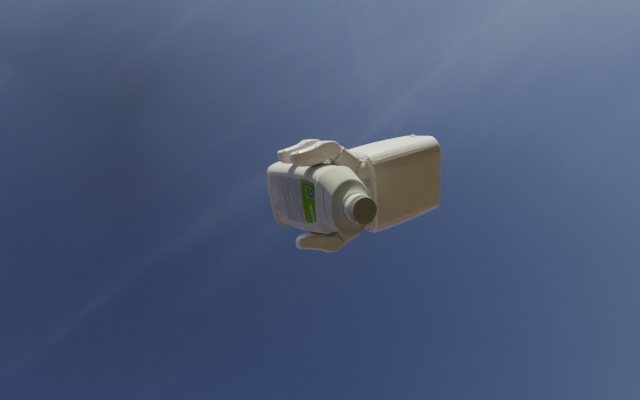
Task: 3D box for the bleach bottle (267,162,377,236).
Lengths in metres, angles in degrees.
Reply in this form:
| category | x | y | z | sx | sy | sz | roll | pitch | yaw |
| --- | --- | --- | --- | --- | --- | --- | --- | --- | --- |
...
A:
| category | x | y | z | sx | sy | sz | roll | pitch | yaw |
| --- | --- | --- | --- | --- | --- | --- | --- | --- | --- |
| bleach bottle | 0.000 | 0.002 | 0.602 | 0.068 | 0.102 | 0.251 | -17 | 14 | -19 |
